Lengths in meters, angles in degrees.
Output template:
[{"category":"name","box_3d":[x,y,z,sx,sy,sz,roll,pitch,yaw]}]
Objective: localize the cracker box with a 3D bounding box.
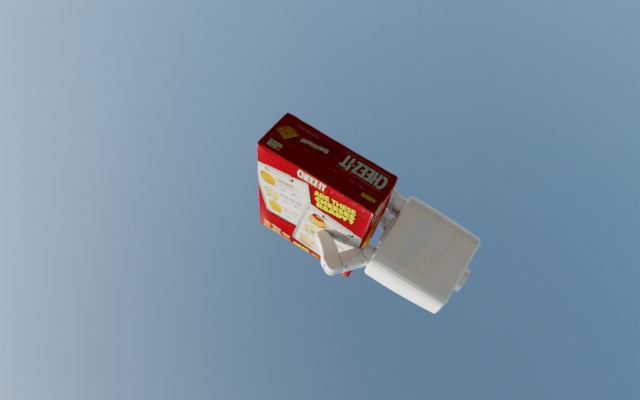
[{"category":"cracker box","box_3d":[0.000,0.002,0.651,0.164,0.072,0.214,31,-28,11]}]
